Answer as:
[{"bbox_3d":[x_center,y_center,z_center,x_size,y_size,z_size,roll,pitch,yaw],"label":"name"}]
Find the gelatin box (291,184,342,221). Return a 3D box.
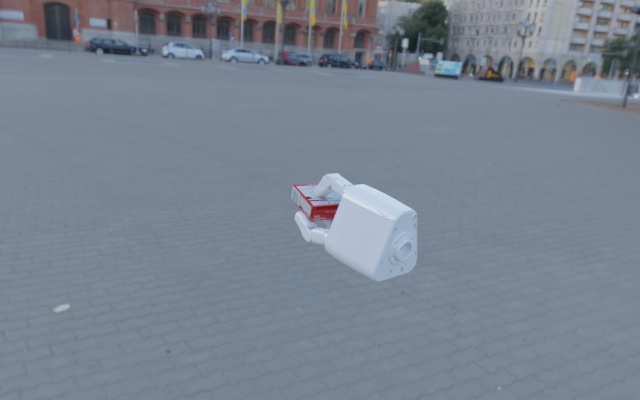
[{"bbox_3d":[0.000,0.002,0.808,0.073,0.030,0.089,-2,27,-26],"label":"gelatin box"}]
